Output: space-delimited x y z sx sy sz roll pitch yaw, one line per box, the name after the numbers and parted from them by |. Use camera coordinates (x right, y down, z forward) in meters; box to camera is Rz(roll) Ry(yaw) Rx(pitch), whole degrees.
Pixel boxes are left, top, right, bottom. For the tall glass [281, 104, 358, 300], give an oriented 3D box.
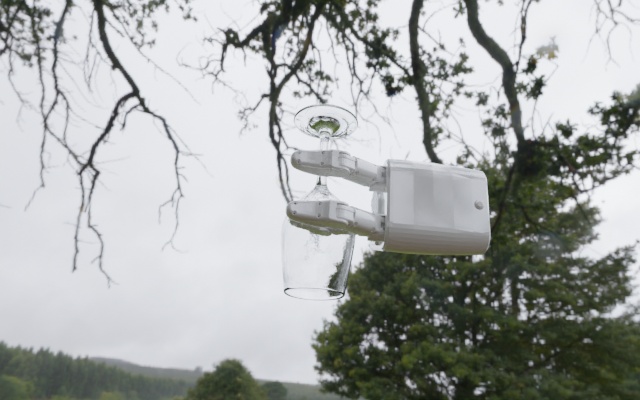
0.000 0.001 0.513 0.079 0.201 0.079 4 -22 2 | tall glass
